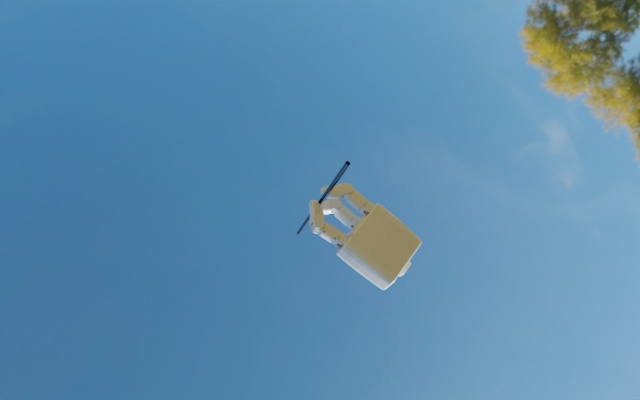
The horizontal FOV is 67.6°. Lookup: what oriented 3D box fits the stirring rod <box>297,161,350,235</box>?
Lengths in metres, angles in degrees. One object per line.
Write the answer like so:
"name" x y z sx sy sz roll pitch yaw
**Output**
"stirring rod" 0.000 0.003 0.844 0.011 0.011 0.240 0 -31 -25
